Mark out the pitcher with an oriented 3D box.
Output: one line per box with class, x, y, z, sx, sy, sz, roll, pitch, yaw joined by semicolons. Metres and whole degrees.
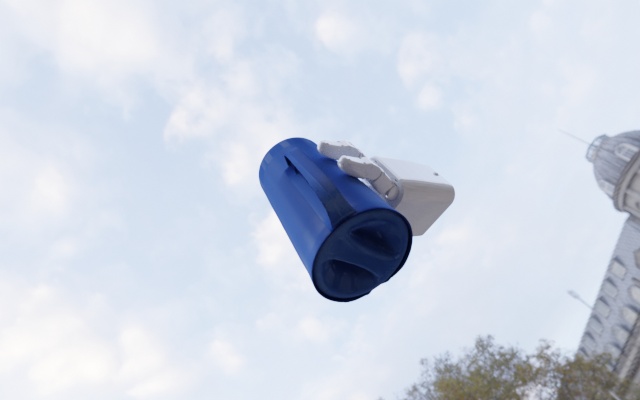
pitcher;0.000;0.002;0.631;0.145;0.149;0.242;4;28;-31
